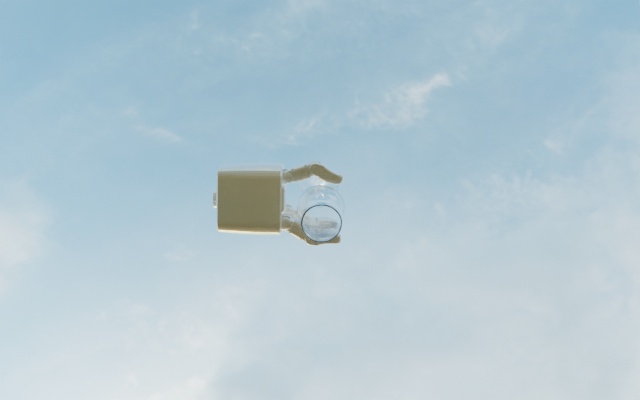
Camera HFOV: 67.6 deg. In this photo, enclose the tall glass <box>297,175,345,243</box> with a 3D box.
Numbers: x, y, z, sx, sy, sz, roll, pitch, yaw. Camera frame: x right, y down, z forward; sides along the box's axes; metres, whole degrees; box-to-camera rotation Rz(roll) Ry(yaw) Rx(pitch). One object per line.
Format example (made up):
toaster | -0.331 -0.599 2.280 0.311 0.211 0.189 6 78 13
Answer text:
tall glass | 0.000 0.002 0.805 0.079 0.079 0.201 0 19 -1
